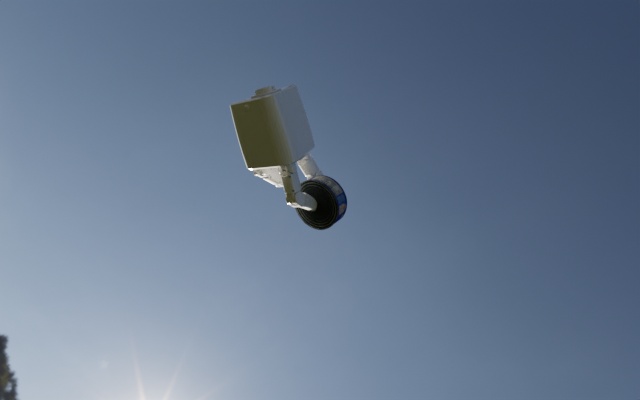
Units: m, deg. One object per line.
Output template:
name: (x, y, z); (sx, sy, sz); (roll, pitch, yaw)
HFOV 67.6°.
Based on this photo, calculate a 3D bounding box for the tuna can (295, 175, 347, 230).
tuna can: (0.000, 0.002, 0.783); (0.086, 0.086, 0.033); (0, 20, 35)
